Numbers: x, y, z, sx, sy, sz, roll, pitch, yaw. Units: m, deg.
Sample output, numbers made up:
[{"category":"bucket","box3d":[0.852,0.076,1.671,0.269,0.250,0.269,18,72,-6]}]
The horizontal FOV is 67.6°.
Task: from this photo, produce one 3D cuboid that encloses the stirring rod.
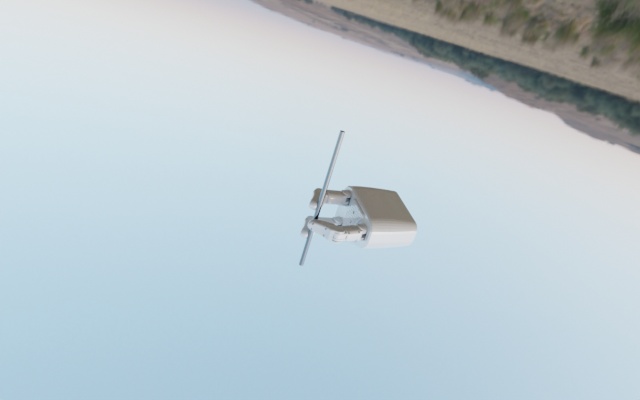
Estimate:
[{"category":"stirring rod","box3d":[0.000,0.002,0.759,0.011,0.240,0.011,15,23,-6]}]
